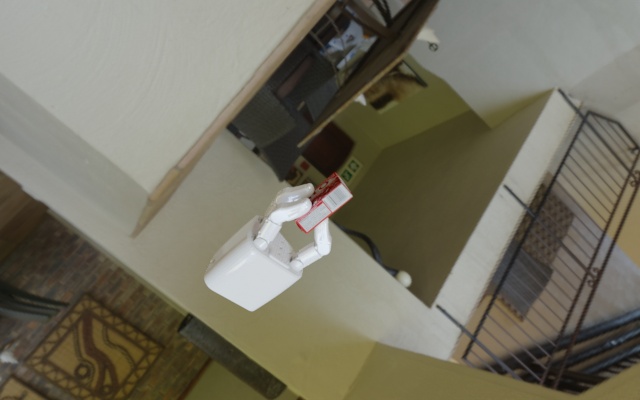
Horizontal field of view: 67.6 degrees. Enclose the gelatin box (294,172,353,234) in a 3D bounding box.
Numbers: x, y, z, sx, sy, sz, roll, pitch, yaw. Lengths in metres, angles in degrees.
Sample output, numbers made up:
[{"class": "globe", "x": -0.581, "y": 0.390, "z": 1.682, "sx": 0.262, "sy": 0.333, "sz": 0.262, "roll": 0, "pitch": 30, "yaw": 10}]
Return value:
[{"class": "gelatin box", "x": 0.001, "y": 0.002, "z": 0.704, "sx": 0.089, "sy": 0.030, "sz": 0.073, "roll": -39, "pitch": 15, "yaw": 5}]
